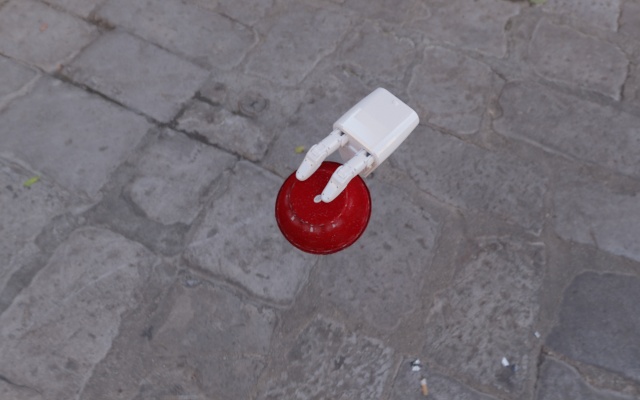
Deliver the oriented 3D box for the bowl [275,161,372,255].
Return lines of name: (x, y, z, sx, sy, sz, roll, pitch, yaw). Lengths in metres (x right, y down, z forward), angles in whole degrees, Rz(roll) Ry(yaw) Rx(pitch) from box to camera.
bowl: (-0.001, 0.004, 0.761, 0.162, 0.162, 0.055, 0, -17, 9)
